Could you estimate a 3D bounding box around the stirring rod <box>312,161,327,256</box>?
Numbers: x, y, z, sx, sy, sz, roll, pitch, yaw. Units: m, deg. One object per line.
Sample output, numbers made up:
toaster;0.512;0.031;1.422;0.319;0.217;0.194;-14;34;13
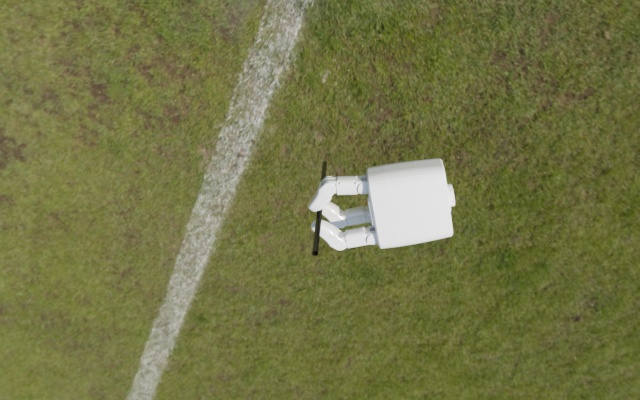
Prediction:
stirring rod;0.000;0.002;0.720;0.011;0.011;0.239;0;34;4
